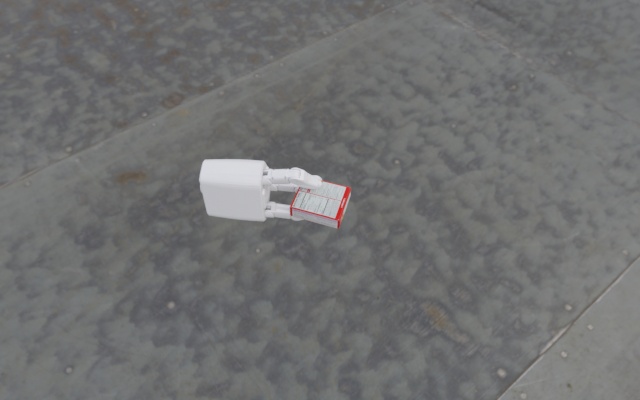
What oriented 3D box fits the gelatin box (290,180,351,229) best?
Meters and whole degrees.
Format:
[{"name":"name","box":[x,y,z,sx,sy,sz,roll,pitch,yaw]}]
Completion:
[{"name":"gelatin box","box":[0.000,0.002,0.819,0.089,0.073,0.030,14,-36,11]}]
